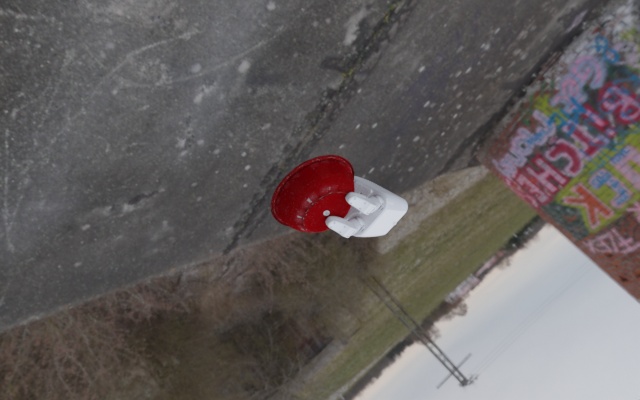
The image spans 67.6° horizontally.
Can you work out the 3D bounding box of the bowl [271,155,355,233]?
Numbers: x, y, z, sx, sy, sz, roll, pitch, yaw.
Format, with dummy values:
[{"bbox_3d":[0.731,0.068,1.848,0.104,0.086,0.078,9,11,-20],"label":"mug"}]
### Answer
[{"bbox_3d":[-0.001,0.003,0.806,0.162,0.162,0.055,0,41,-38],"label":"bowl"}]
